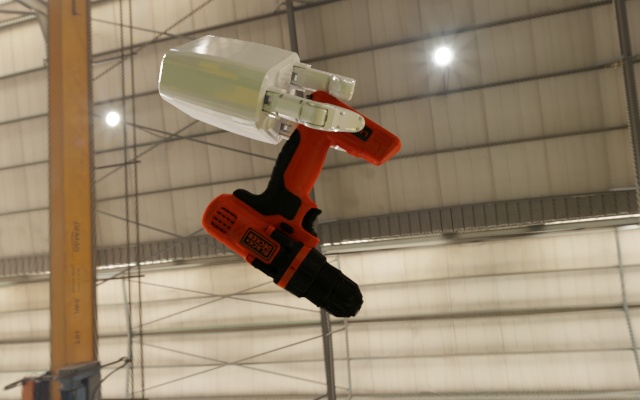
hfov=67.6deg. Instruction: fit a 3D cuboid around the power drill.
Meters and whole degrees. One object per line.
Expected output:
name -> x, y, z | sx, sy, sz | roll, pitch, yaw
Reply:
power drill -> 0.000, 0.001, 0.480 | 0.184, 0.187, 0.057 | 34, -2, 1
